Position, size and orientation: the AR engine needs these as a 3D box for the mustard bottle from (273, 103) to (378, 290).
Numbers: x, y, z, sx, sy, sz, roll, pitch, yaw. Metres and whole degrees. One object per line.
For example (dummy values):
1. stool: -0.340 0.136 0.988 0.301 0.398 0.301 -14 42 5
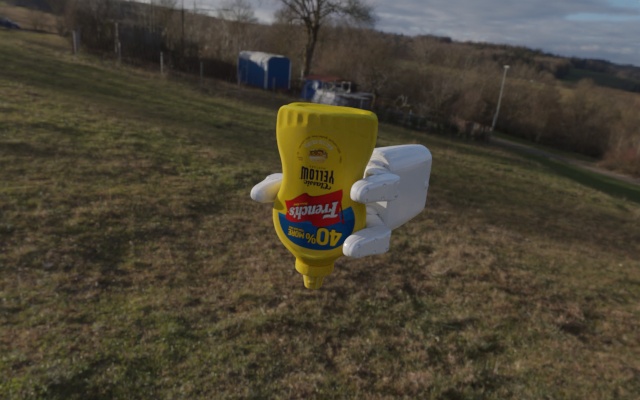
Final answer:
1. mustard bottle: 0.000 0.001 0.487 0.096 0.192 0.058 9 19 12
